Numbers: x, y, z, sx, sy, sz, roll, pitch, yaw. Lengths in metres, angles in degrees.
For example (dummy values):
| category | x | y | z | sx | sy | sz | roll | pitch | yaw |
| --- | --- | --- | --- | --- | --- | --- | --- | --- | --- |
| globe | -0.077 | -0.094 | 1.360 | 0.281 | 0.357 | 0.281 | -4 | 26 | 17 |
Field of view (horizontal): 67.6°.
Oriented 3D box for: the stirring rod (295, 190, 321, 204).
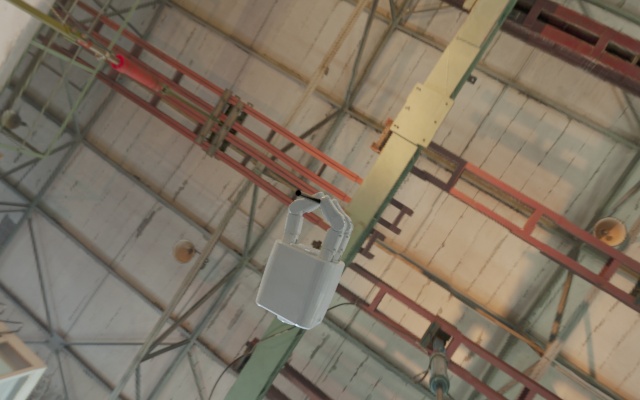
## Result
| category | x | y | z | sx | sy | sz | roll | pitch | yaw |
| --- | --- | --- | --- | --- | --- | --- | --- | --- | --- |
| stirring rod | 0.000 | 0.002 | 0.732 | 0.011 | 0.011 | 0.239 | 0 | -6 | 14 |
